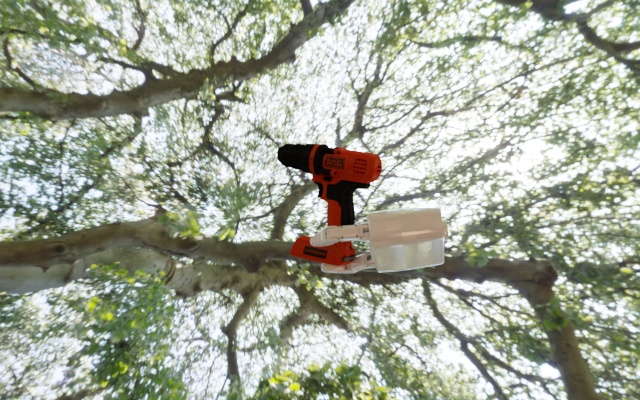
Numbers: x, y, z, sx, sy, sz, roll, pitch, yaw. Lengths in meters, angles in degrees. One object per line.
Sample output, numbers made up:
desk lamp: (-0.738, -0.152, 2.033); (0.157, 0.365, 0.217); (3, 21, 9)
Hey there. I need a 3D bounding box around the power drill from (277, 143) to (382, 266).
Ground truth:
power drill: (0.000, 0.003, 0.776); (0.184, 0.187, 0.057); (11, 8, 28)
